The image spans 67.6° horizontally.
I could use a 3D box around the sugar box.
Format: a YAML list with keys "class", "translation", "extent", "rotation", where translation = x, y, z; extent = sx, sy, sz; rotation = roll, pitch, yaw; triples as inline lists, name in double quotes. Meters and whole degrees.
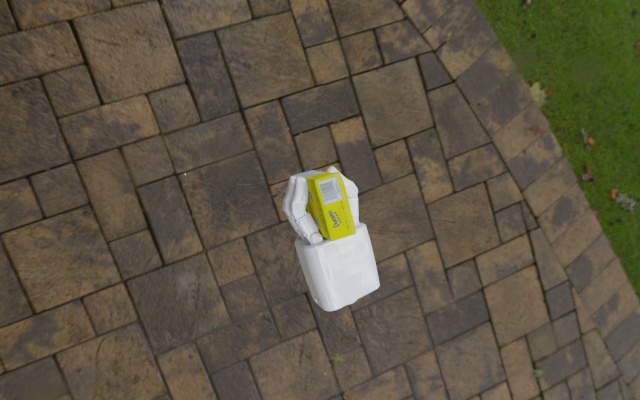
- class: "sugar box"
  translation: [0.000, 0.003, 0.745]
  extent: [0.048, 0.093, 0.176]
  rotation: [-17, 7, -14]
